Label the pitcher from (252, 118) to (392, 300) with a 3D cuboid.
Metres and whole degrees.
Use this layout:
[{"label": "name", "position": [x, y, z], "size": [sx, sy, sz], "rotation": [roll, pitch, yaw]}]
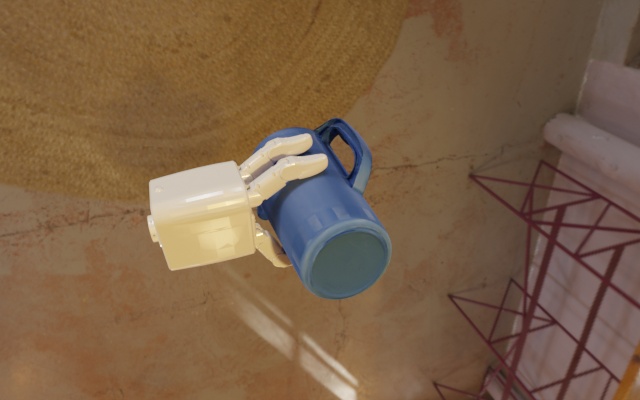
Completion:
[{"label": "pitcher", "position": [0.000, 0.002, 0.606], "size": [0.145, 0.149, 0.242], "rotation": [-12, 33, -14]}]
